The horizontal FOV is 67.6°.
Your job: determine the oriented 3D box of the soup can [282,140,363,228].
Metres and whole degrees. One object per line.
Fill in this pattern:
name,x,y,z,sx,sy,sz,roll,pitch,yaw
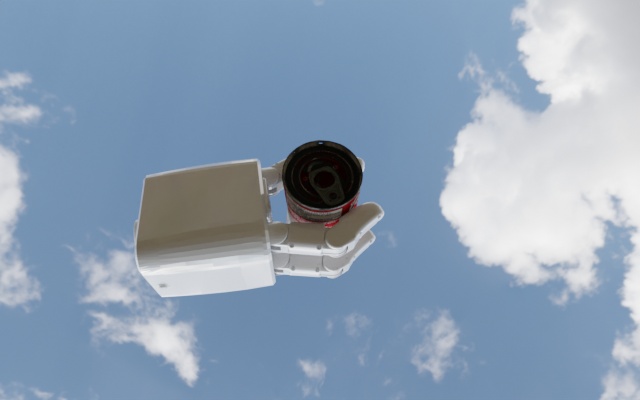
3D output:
soup can,0.001,0.001,0.442,0.068,0.068,0.102,0,-28,-2
